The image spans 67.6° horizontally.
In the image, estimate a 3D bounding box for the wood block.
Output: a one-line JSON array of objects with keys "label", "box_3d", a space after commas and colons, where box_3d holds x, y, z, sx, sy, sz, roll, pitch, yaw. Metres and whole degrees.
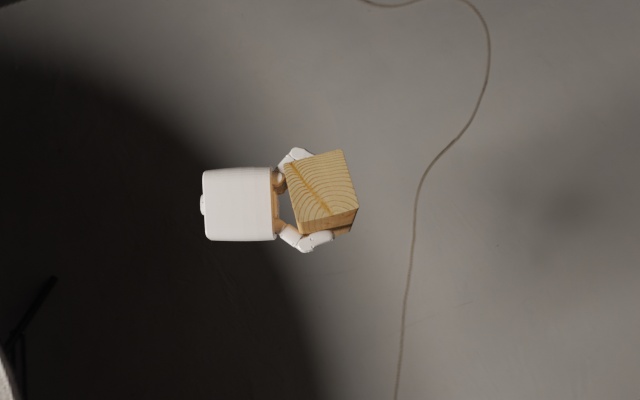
[{"label": "wood block", "box_3d": [0.000, 0.003, 0.758, 0.090, 0.090, 0.206, -14, -12, -3]}]
